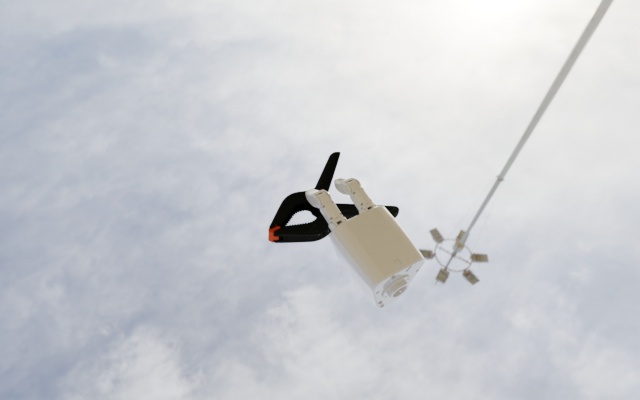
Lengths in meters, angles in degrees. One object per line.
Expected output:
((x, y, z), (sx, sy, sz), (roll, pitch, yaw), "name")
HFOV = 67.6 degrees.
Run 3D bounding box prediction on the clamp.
((0.000, 0.003, 0.777), (0.210, 0.164, 0.036), (-23, -34, -22), "clamp")
